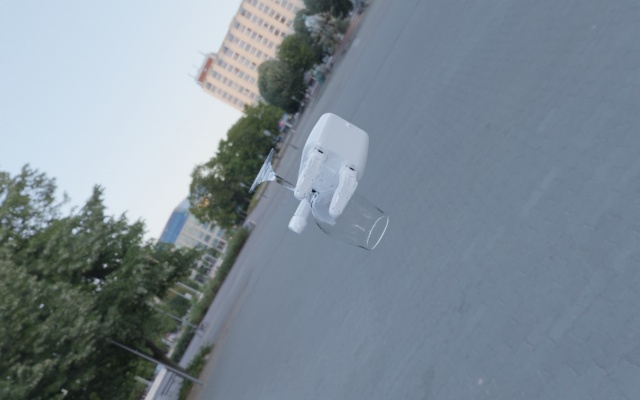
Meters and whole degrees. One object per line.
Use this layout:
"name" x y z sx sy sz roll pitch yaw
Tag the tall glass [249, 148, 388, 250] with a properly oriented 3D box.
"tall glass" -0.001 0.002 0.712 0.201 0.079 0.079 28 -4 -8
